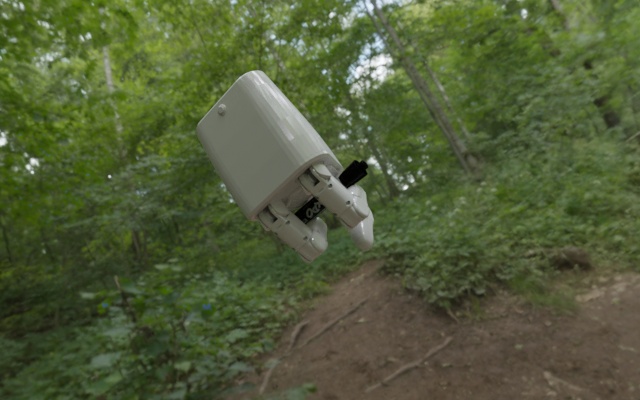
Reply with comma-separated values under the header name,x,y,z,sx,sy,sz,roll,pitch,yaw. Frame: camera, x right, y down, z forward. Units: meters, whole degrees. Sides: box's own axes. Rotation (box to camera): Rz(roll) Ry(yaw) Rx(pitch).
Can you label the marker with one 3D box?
name,x,y,z,sx,sy,sz,roll,pitch,yaw
marker,0.000,0.002,0.475,0.121,0.020,0.020,-41,-18,22
